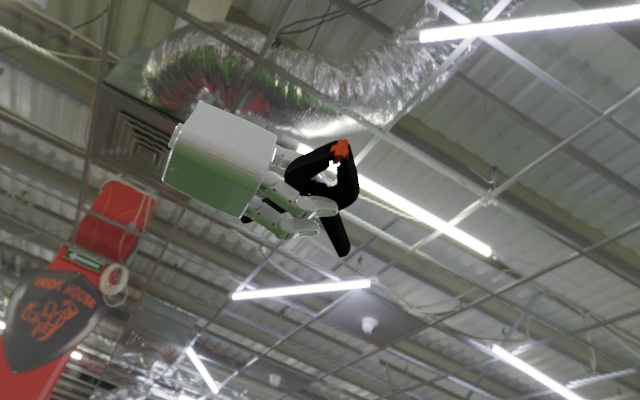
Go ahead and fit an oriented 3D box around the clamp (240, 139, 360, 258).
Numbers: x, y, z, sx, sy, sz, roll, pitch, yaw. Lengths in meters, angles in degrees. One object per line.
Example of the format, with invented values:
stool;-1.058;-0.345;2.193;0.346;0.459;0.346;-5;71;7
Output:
clamp;0.000;0.001;0.615;0.164;0.036;0.210;24;-39;-14
